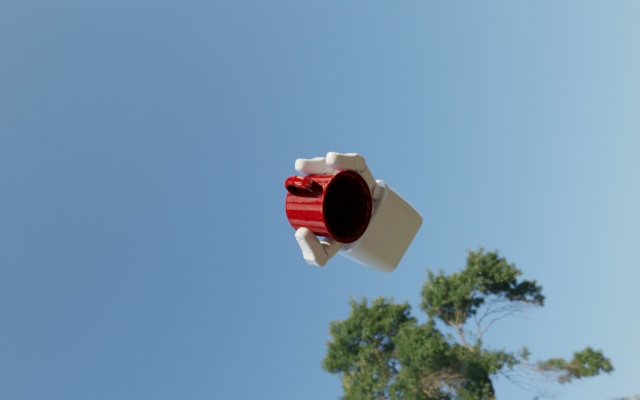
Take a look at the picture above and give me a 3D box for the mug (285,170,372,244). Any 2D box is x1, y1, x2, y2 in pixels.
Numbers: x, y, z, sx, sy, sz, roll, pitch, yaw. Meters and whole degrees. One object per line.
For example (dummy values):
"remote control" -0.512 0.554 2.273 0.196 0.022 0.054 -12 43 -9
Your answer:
"mug" -0.001 0.001 0.621 0.081 0.093 0.117 2 -24 46
